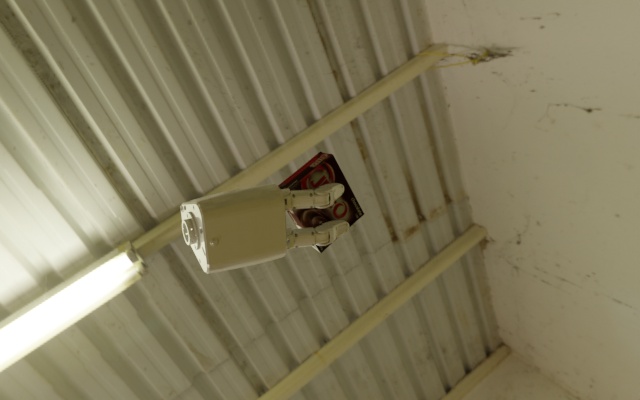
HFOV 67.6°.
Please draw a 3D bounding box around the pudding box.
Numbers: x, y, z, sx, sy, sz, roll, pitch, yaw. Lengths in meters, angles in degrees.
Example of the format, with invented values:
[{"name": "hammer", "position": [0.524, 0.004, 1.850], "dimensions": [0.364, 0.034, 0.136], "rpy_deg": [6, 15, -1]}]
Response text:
[{"name": "pudding box", "position": [0.000, 0.002, 0.669], "dimensions": [0.090, 0.113, 0.039], "rpy_deg": [-40, 33, -17]}]
